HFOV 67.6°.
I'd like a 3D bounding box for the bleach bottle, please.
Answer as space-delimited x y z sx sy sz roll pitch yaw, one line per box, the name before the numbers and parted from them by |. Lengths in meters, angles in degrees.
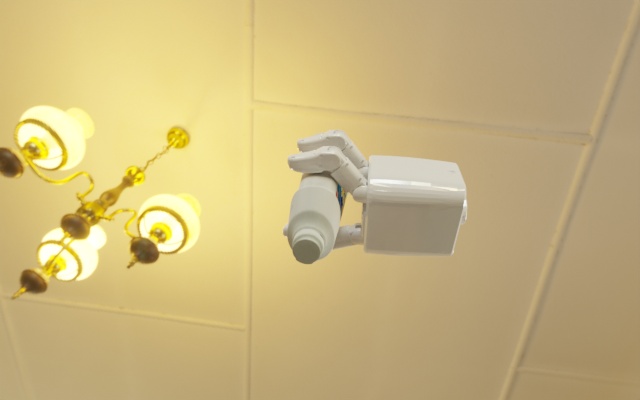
bleach bottle | 0.000 0.002 0.572 0.068 0.103 0.250 4 27 5
